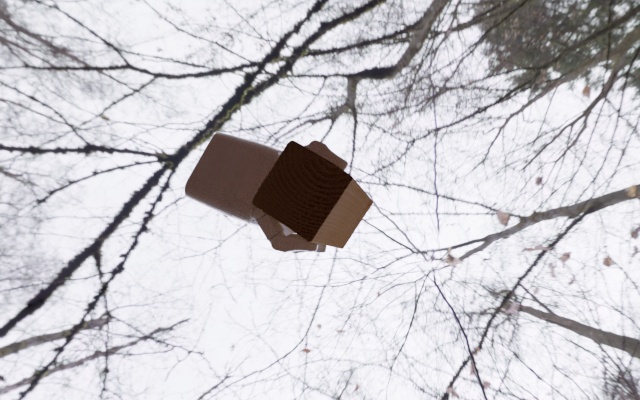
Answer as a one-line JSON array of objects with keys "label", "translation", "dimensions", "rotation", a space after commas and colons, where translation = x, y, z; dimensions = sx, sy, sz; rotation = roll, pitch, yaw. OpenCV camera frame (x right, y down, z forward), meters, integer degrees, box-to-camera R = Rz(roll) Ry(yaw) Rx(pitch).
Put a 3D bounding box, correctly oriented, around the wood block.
[{"label": "wood block", "translation": [0.000, 0.002, 0.641], "dimensions": [0.090, 0.091, 0.206], "rotation": [32, 0, 15]}]
